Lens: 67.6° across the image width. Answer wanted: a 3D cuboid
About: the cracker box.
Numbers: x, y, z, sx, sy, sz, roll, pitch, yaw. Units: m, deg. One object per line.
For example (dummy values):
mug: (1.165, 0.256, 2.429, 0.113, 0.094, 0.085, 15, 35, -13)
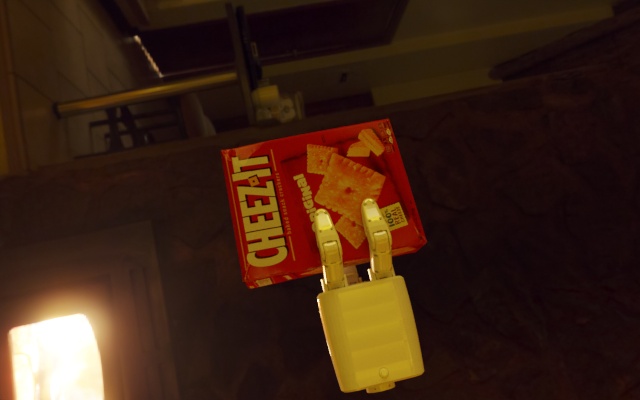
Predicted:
cracker box: (0.000, 0.002, 0.578, 0.213, 0.164, 0.072, -11, -16, -6)
